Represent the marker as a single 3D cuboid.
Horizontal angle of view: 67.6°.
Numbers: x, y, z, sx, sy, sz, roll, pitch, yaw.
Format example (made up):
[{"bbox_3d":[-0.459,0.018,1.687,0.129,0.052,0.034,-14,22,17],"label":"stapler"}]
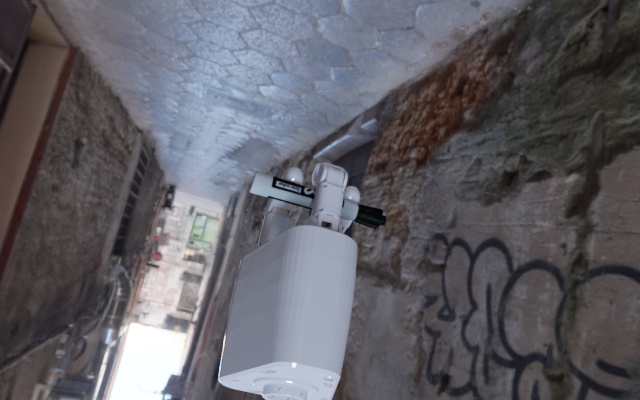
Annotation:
[{"bbox_3d":[0.000,0.001,0.410,0.121,0.020,0.020,17,-4,-12],"label":"marker"}]
